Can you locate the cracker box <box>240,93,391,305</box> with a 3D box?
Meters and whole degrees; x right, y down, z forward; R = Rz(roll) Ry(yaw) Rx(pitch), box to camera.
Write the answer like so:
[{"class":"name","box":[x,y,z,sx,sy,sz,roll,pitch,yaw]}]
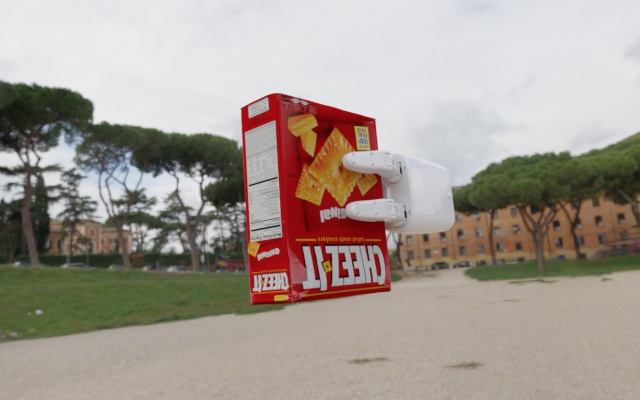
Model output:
[{"class":"cracker box","box":[0.000,0.002,0.536,0.072,0.213,0.164,-13,-13,43]}]
